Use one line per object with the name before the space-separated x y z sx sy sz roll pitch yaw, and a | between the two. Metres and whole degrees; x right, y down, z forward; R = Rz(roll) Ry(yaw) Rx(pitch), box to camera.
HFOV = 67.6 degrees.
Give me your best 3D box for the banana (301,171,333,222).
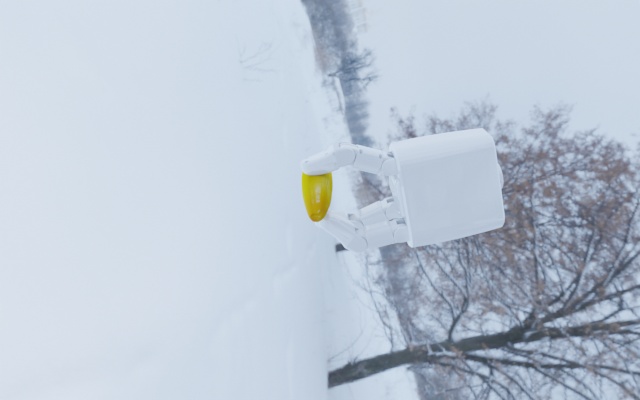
banana | -0.002 -0.017 0.581 0.037 0.069 0.198 -7 2 1
